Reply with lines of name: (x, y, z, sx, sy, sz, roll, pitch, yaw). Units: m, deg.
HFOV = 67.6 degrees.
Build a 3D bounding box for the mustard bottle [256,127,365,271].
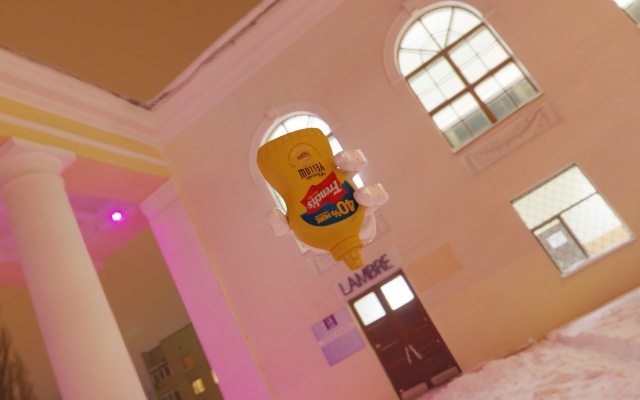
mustard bottle: (0.000, 0.002, 0.600, 0.096, 0.191, 0.058, -22, -20, -22)
